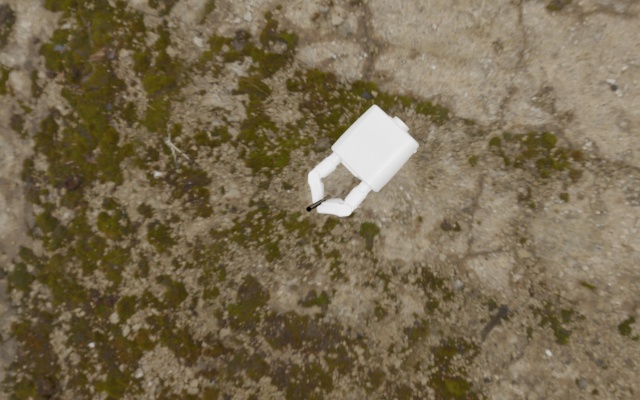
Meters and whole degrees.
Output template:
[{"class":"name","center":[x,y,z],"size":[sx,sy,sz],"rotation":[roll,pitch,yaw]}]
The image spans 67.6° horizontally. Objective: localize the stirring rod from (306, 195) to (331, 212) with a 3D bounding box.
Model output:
[{"class":"stirring rod","center":[0.000,0.003,0.820],"size":[0.011,0.011,0.239],"rotation":[0,5,8]}]
